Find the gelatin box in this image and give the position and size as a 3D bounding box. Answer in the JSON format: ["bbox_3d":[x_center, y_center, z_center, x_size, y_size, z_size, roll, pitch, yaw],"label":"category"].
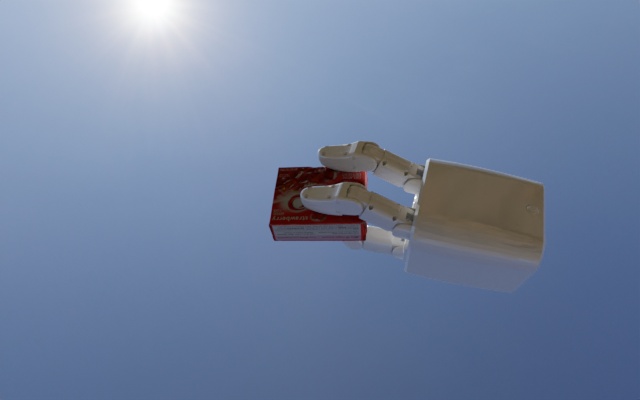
[{"bbox_3d":[0.000,0.002,0.456,0.089,0.073,0.030,-1,-41,7],"label":"gelatin box"}]
